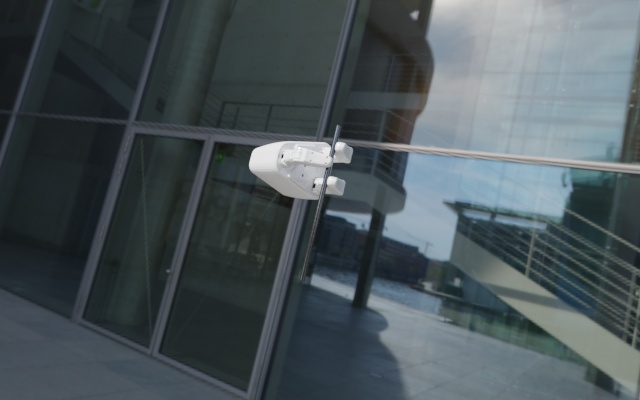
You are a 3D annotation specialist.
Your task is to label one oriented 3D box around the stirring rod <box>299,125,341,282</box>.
[{"bbox_3d":[0.000,0.002,0.717,0.011,0.239,0.011,13,-6,2],"label":"stirring rod"}]
